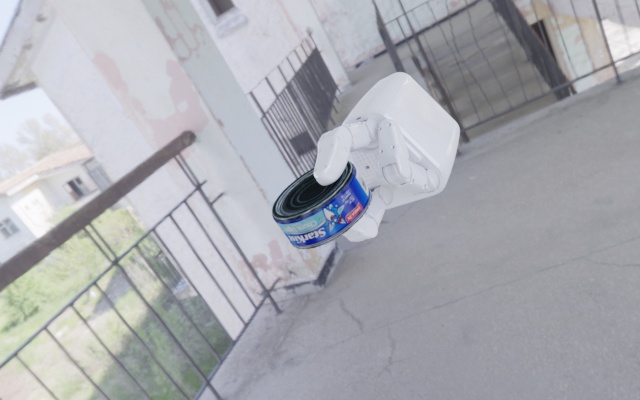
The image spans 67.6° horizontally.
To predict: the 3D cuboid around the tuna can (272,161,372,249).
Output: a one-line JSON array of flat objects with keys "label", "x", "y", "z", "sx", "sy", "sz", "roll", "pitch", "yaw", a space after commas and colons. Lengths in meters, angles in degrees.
[{"label": "tuna can", "x": 0.000, "y": 0.001, "z": 0.421, "sx": 0.086, "sy": 0.034, "sz": 0.086, "roll": -28, "pitch": 24, "yaw": 14}]
